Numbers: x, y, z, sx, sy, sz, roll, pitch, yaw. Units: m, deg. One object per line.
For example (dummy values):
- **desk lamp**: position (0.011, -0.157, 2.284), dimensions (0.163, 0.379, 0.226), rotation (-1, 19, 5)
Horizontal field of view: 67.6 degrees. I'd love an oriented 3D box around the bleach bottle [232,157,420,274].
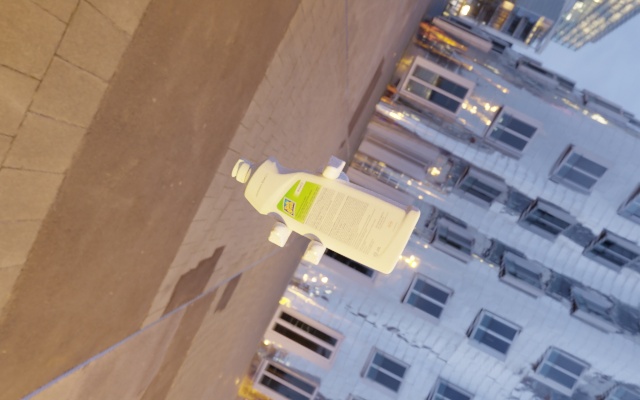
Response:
- **bleach bottle**: position (0.000, 0.002, 0.653), dimensions (0.251, 0.102, 0.068), rotation (27, -3, 4)
